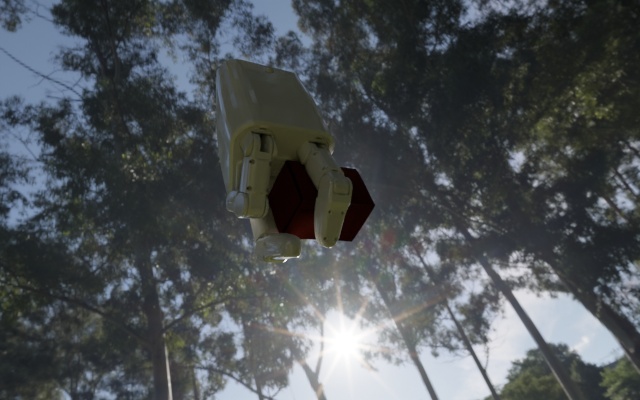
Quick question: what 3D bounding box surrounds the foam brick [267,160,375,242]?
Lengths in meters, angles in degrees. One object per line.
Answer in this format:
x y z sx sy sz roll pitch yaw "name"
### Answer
0.000 0.002 0.442 0.078 0.051 0.053 6 -47 -31 "foam brick"
